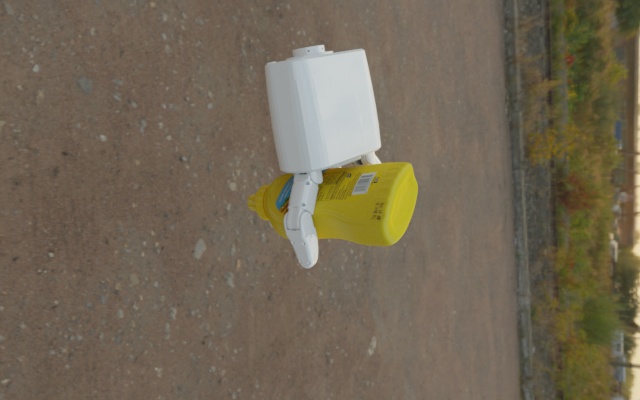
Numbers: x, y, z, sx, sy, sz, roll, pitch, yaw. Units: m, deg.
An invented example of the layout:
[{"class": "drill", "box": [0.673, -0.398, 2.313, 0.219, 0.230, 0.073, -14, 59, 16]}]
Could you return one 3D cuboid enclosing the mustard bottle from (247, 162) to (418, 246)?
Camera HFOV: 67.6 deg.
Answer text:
[{"class": "mustard bottle", "box": [0.000, 0.002, 0.513, 0.191, 0.058, 0.096, 0, 43, 31]}]
